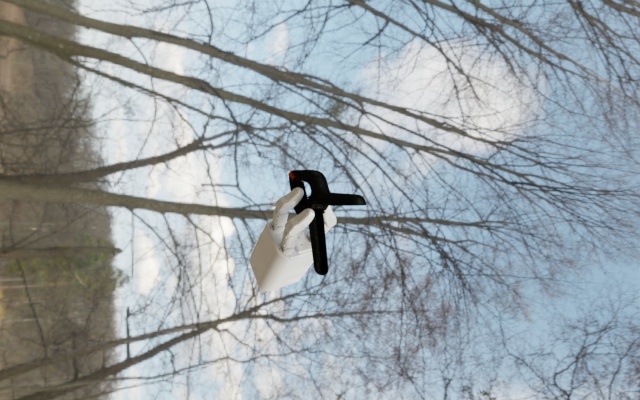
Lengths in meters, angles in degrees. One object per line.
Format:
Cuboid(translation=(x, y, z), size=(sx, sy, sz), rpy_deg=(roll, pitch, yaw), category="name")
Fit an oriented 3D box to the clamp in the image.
Cuboid(translation=(0.000, 0.003, 0.846), size=(0.036, 0.165, 0.209), rpy_deg=(7, 39, -36), category="clamp")
